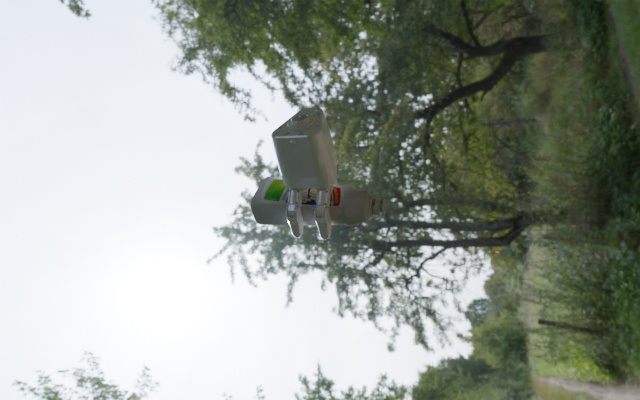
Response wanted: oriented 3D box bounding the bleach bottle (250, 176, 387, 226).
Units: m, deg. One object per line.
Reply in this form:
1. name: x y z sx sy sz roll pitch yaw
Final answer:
1. bleach bottle: 0.000 0.003 0.896 0.251 0.068 0.102 1 39 22
